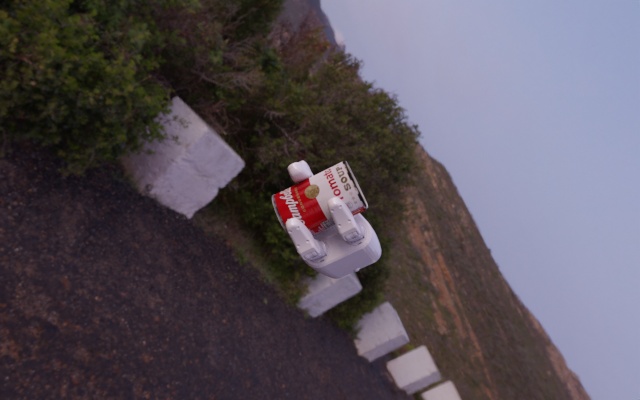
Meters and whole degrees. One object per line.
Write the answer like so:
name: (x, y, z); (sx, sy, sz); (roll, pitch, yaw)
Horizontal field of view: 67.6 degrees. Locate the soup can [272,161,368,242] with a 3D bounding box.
soup can: (0.000, 0.002, 0.595); (0.102, 0.068, 0.068); (-26, -3, 7)
